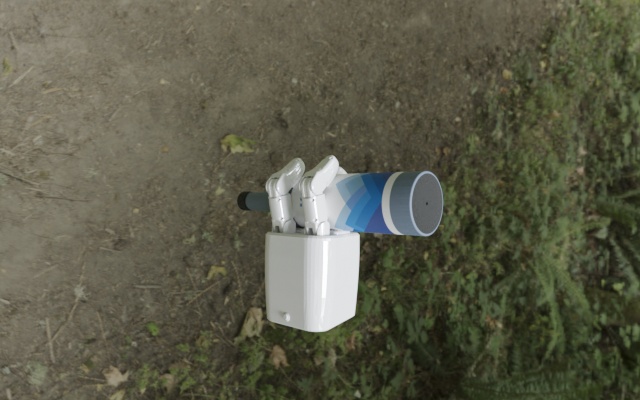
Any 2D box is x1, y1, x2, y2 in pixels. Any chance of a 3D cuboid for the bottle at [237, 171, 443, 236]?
[{"bbox_3d":[0.000,0.002,0.584,0.295,0.069,0.069,1,0,42],"label":"bottle"}]
